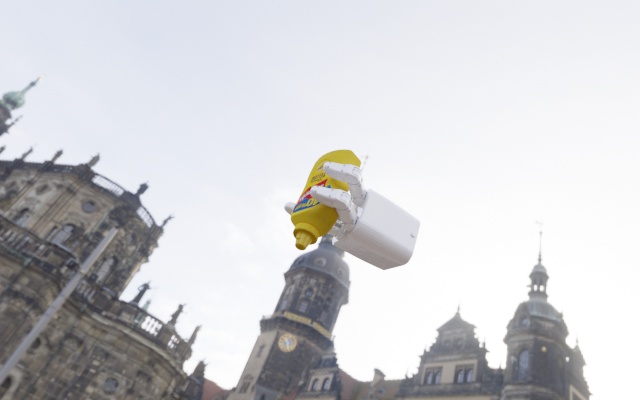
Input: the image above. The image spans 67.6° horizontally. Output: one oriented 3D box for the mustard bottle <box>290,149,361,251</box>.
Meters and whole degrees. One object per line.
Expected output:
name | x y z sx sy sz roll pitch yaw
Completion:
mustard bottle | 0.000 0.002 0.777 0.096 0.191 0.058 -17 -53 40
